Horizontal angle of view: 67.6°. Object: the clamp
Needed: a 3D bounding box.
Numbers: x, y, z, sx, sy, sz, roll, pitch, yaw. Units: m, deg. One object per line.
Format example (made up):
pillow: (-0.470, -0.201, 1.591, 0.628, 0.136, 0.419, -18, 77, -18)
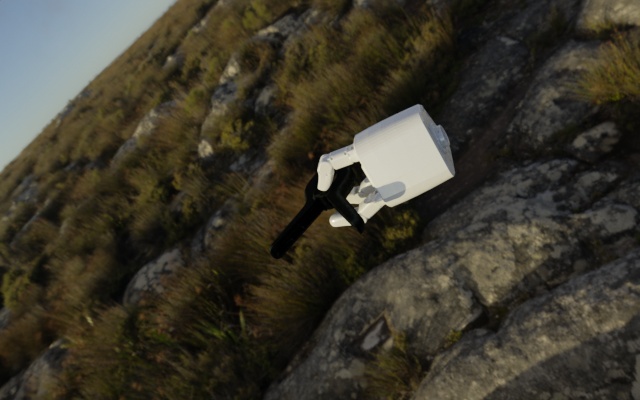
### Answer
clamp: (0.000, 0.001, 0.760, 0.164, 0.036, 0.209, -23, 33, 24)
